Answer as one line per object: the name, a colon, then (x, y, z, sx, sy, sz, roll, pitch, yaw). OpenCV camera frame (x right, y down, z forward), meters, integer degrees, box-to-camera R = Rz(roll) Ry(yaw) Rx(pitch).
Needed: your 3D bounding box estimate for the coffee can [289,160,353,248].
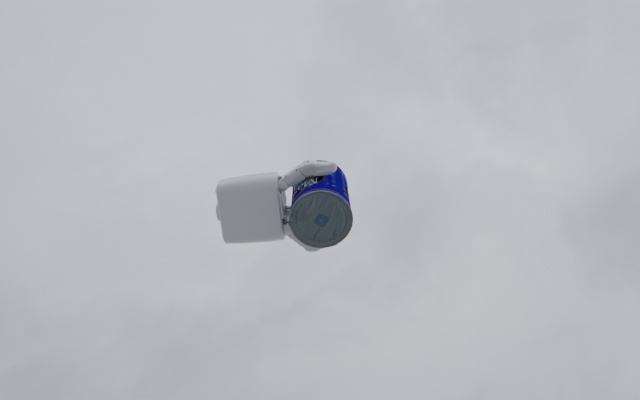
coffee can: (0.000, 0.003, 0.826, 0.103, 0.103, 0.140, 0, 25, -1)
